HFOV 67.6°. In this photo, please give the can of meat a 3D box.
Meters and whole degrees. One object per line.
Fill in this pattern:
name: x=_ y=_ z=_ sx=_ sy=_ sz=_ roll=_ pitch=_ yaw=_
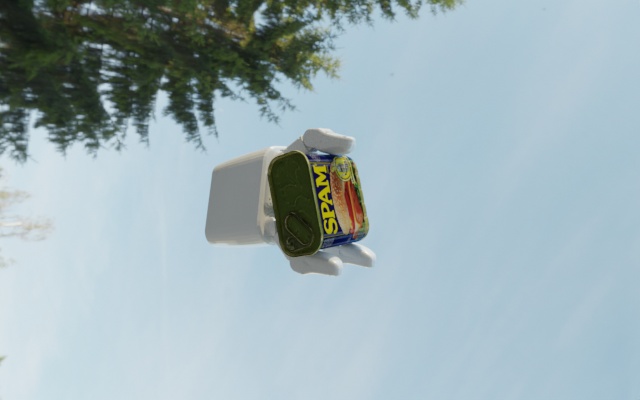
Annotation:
can of meat: x=0.000 y=0.001 z=0.493 sx=0.057 sy=0.102 sz=0.084 roll=-15 pitch=-6 yaw=40
